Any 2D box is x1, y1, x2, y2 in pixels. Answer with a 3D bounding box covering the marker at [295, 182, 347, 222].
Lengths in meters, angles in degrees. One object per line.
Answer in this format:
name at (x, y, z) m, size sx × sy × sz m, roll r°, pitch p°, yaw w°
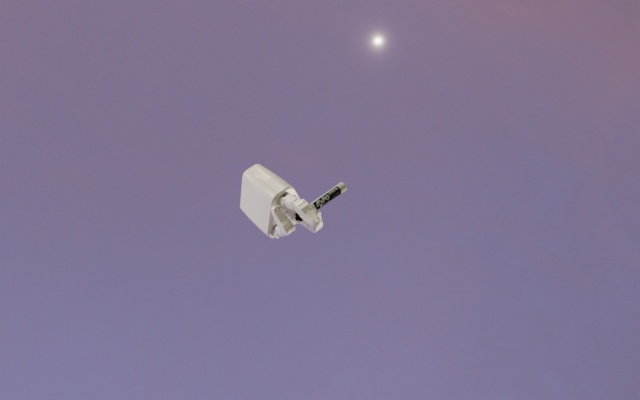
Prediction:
marker at (0.000, 0.003, 0.899) m, size 0.121 × 0.020 × 0.020 m, roll -35°, pitch 16°, yaw -25°
